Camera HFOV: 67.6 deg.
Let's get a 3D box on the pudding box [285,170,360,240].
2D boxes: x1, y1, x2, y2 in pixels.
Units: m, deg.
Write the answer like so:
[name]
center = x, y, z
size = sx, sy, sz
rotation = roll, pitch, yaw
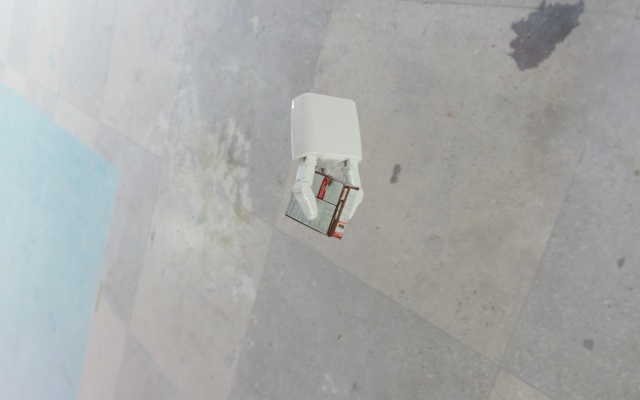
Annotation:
[pudding box]
center = 0.000, 0.002, 0.780
size = 0.039, 0.090, 0.113
rotation = 14, 8, -44
